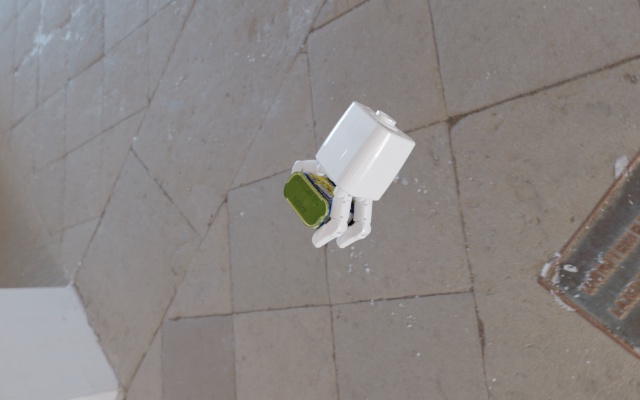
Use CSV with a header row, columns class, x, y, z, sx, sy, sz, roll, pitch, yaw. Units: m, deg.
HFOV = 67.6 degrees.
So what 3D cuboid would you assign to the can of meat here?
class,x,y,z,sx,sy,sz,roll,pitch,yaw
can of meat,0.000,0.002,0.748,0.084,0.057,0.102,10,33,-51
